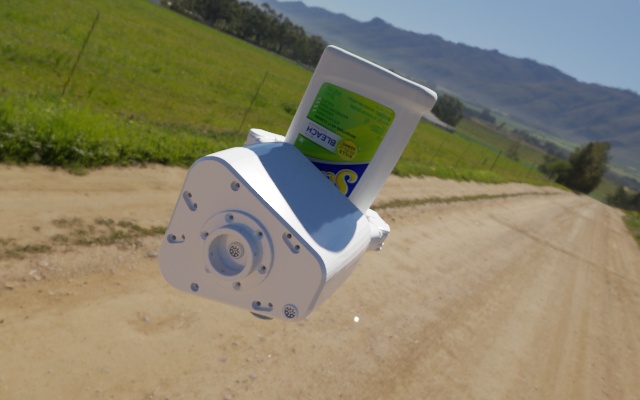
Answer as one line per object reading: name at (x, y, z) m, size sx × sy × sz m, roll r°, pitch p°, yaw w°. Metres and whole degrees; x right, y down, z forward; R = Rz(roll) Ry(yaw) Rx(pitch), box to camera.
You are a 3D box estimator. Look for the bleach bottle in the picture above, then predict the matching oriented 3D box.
bleach bottle at (0.000, 0.001, 0.424) m, size 0.102 × 0.251 × 0.068 m, roll 28°, pitch 17°, yaw 12°
